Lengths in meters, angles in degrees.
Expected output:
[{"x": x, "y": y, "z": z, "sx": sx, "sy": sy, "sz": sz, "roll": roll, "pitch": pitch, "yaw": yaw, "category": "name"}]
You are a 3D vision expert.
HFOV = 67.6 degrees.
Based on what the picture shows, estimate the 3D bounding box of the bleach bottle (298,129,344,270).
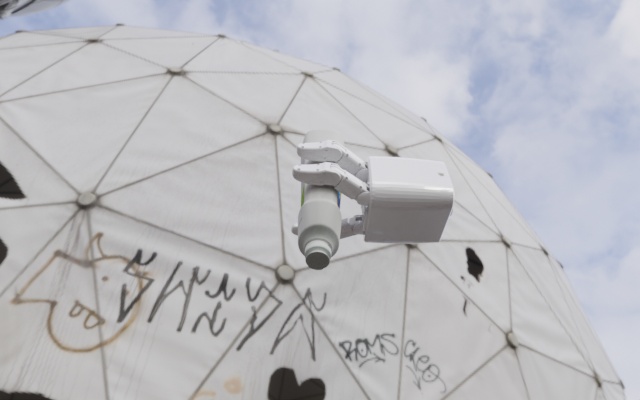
[{"x": 0.000, "y": 0.002, "z": 0.647, "sx": 0.068, "sy": 0.103, "sz": 0.250, "roll": 3, "pitch": 36, "yaw": 0, "category": "bleach bottle"}]
